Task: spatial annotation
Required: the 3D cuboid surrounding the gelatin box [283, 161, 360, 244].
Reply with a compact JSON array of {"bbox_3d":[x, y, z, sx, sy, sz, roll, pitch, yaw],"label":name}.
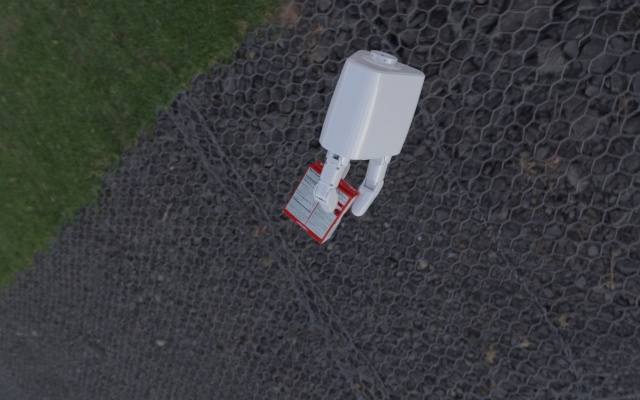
[{"bbox_3d":[0.000,0.003,0.654,0.073,0.089,0.030,39,29,12],"label":"gelatin box"}]
